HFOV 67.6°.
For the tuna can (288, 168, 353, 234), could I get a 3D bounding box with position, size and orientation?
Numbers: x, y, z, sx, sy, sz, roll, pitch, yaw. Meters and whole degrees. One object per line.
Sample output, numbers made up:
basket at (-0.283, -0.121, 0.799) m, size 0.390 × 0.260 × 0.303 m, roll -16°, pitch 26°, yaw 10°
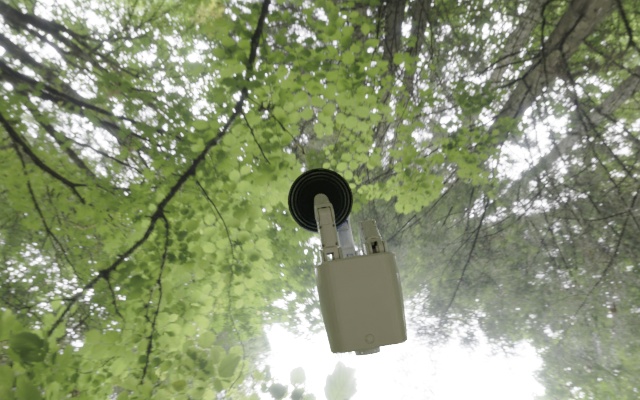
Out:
tuna can at (0.000, 0.002, 0.640) m, size 0.086 × 0.086 × 0.034 m, roll 0°, pitch -9°, yaw 1°
